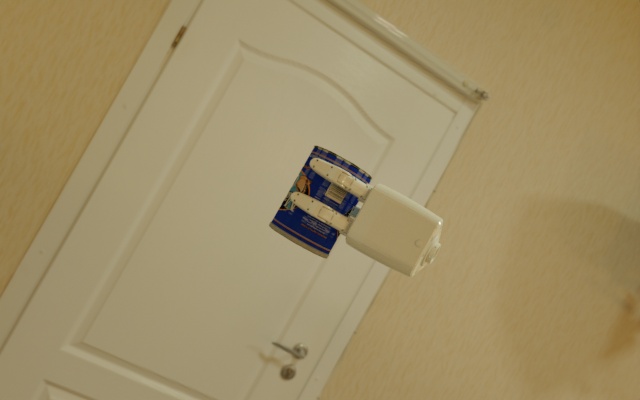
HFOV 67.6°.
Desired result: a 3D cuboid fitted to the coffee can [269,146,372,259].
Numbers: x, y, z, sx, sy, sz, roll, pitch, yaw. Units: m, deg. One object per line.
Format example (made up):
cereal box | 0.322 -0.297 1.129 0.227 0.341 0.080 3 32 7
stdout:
coffee can | 0.000 0.002 0.727 0.103 0.140 0.103 30 -1 1
